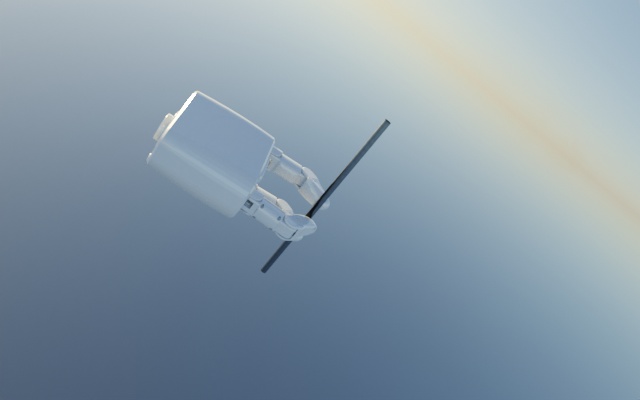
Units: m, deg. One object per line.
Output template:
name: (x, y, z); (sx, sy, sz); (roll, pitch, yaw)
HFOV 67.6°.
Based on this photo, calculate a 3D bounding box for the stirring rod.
stirring rod: (0.000, 0.002, 0.551); (0.011, 0.239, 0.011); (33, 23, -16)
